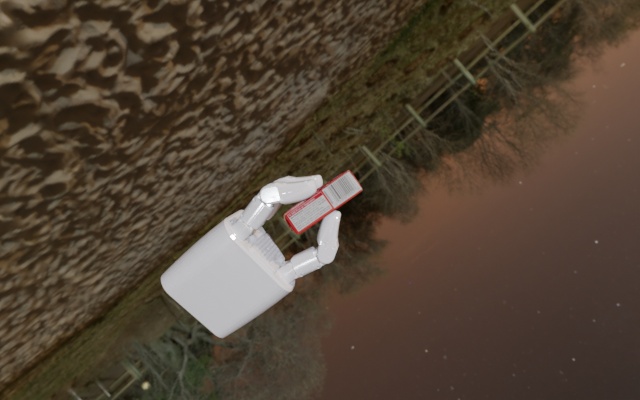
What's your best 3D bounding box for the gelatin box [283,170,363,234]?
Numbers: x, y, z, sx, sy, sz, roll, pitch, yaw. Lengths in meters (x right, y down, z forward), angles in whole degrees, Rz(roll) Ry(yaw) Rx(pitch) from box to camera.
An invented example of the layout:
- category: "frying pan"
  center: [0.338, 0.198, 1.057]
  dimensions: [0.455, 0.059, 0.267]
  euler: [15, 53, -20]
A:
- category: "gelatin box"
  center: [0.001, 0.002, 0.544]
  dimensions: [0.089, 0.030, 0.073]
  euler: [-35, 2, -2]
